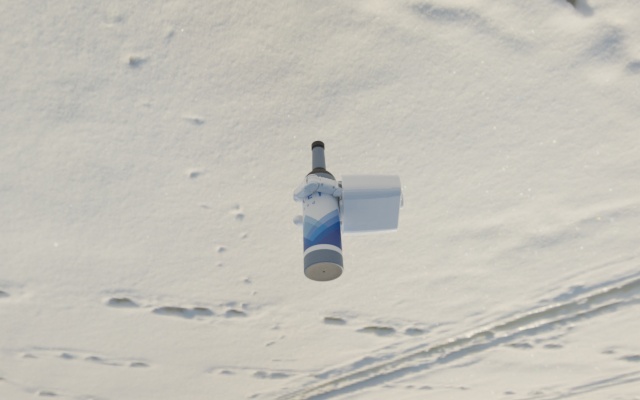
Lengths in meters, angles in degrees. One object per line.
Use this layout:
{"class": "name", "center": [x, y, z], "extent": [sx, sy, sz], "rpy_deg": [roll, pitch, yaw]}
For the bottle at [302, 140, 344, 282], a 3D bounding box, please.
{"class": "bottle", "center": [0.000, 0.003, 0.877], "extent": [0.069, 0.295, 0.069], "rpy_deg": [-2, -38, -1]}
